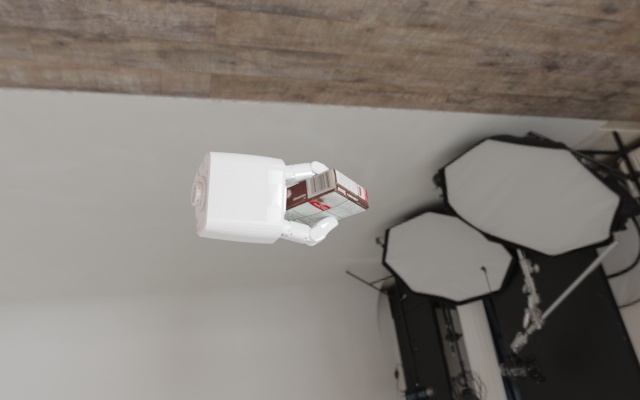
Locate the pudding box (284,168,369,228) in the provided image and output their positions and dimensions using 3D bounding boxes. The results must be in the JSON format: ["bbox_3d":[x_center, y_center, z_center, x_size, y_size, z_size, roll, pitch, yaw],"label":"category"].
[{"bbox_3d":[0.000,0.002,0.699,0.113,0.039,0.090,-20,-30,30],"label":"pudding box"}]
